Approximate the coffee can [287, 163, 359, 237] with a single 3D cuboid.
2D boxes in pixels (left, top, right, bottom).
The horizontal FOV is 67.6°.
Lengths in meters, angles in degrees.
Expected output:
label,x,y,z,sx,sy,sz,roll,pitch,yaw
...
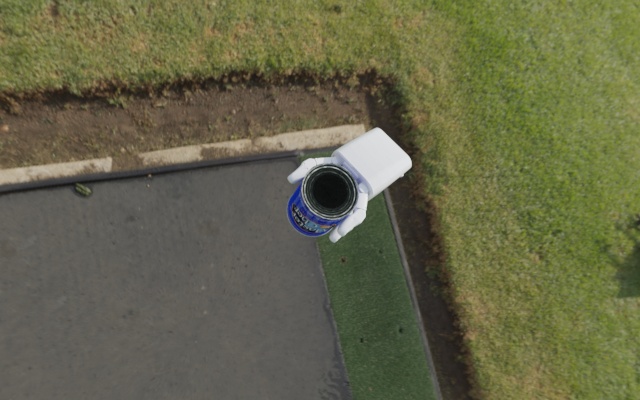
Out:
label,x,y,z,sx,sy,sz,roll,pitch,yaw
coffee can,0.000,0.003,0.876,0.103,0.102,0.140,0,-16,-15
